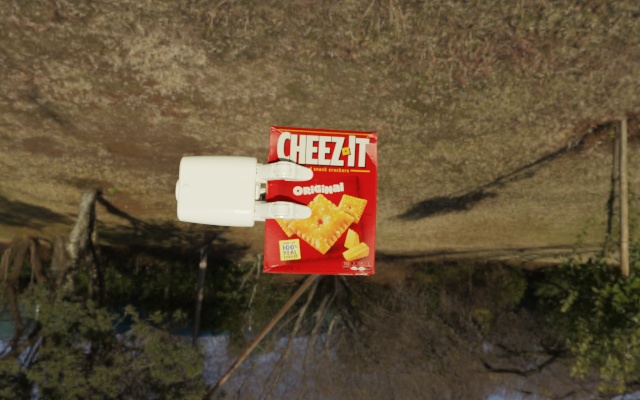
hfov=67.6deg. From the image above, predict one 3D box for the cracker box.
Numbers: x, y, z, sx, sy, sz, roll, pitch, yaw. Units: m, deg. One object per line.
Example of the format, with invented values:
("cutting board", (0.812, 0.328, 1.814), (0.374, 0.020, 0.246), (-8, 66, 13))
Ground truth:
("cracker box", (0.000, 0.003, 0.717), (0.164, 0.213, 0.072), (3, -5, -6))
